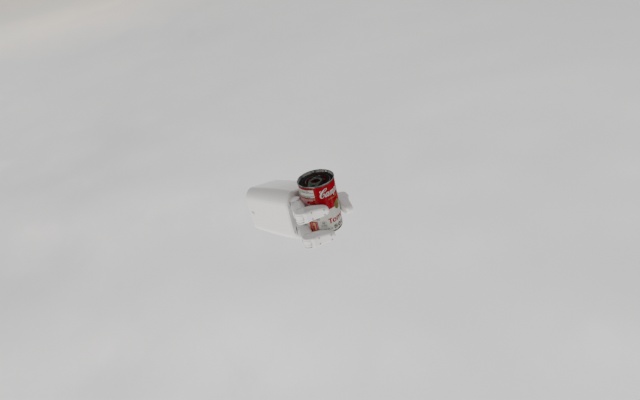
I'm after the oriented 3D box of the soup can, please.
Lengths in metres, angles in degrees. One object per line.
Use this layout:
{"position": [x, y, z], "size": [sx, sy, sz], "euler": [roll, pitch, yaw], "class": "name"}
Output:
{"position": [0.001, 0.003, 0.875], "size": [0.068, 0.102, 0.068], "euler": [-9, 29, 5], "class": "soup can"}
